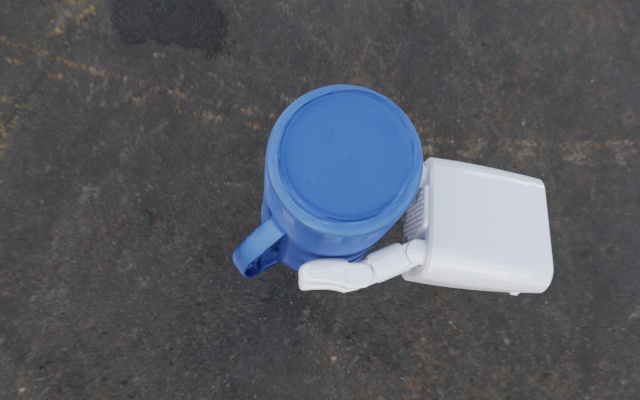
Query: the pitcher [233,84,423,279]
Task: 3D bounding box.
[{"bbox_3d":[0.000,0.001,0.429,0.145,0.149,0.243,10,-12,-2],"label":"pitcher"}]
